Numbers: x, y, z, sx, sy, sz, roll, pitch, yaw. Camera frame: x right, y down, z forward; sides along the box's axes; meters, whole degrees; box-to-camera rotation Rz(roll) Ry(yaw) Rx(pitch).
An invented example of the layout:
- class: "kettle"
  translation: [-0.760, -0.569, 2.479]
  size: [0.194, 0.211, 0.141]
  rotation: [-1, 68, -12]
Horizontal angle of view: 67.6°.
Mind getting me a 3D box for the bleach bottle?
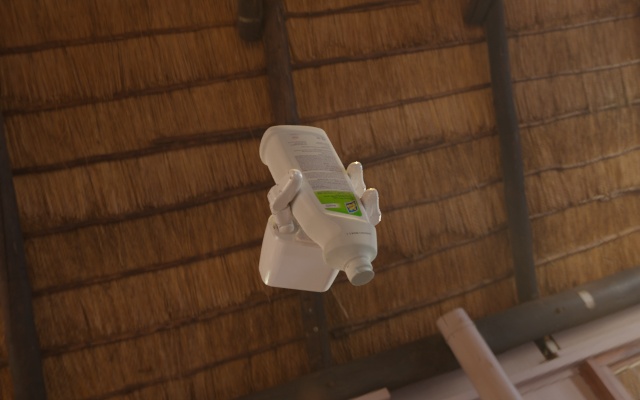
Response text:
- class: "bleach bottle"
  translation: [0.000, 0.002, 0.621]
  size: [0.102, 0.068, 0.250]
  rotation: [-3, 45, -24]
